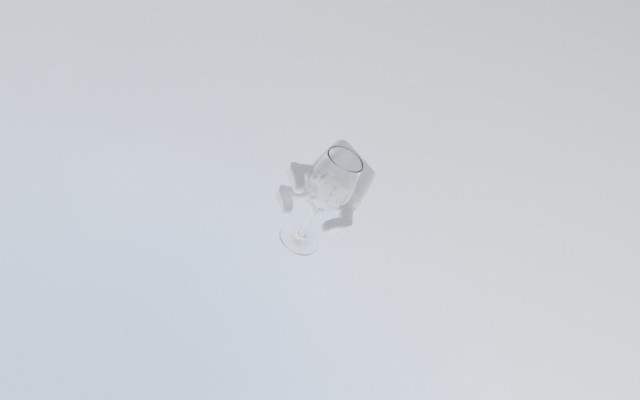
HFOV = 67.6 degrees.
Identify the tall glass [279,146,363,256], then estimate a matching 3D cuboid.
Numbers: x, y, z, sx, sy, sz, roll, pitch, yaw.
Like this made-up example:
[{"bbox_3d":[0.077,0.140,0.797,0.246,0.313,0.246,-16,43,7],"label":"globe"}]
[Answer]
[{"bbox_3d":[0.000,0.003,0.805,0.079,0.079,0.201,0,-43,-33],"label":"tall glass"}]
